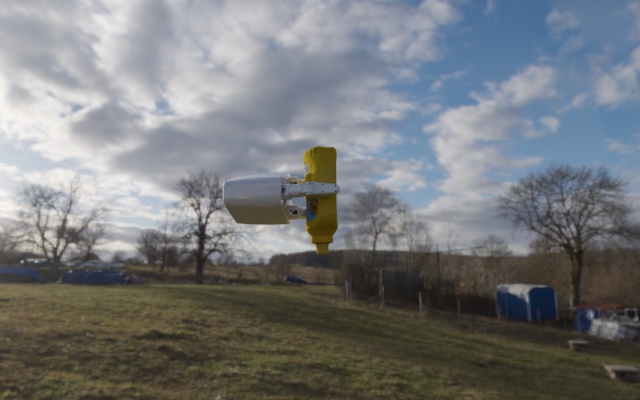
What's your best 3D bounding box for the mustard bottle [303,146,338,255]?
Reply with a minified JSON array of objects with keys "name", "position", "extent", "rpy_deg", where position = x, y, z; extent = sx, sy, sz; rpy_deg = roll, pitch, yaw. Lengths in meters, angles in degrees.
[{"name":"mustard bottle","position":[0.000,0.003,0.876],"extent":[0.058,0.191,0.096],"rpy_deg":[2,-9,-18]}]
